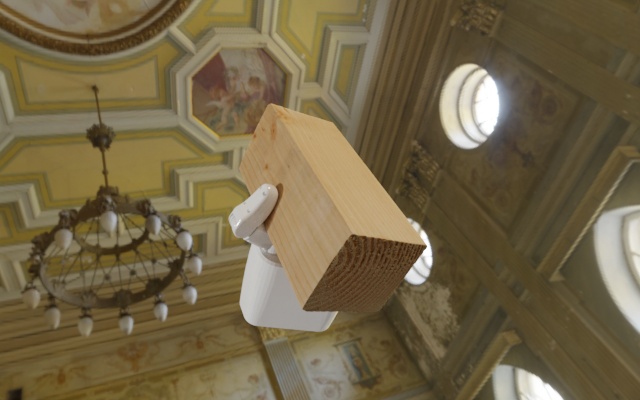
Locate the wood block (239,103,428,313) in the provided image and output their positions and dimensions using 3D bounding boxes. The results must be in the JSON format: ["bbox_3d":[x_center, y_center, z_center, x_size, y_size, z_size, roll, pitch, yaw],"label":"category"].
[{"bbox_3d":[0.000,0.002,0.474,0.091,0.090,0.206,10,33,-35],"label":"wood block"}]
